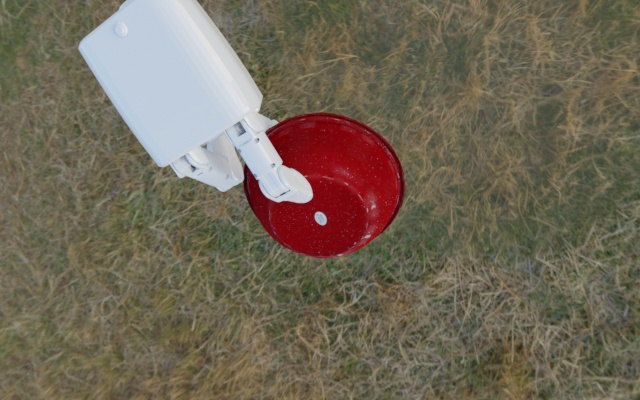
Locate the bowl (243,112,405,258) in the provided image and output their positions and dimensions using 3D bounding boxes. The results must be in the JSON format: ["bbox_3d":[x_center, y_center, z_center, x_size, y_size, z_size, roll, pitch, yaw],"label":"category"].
[{"bbox_3d":[0.001,0.003,0.455,0.162,0.162,0.055,0,34,6],"label":"bowl"}]
